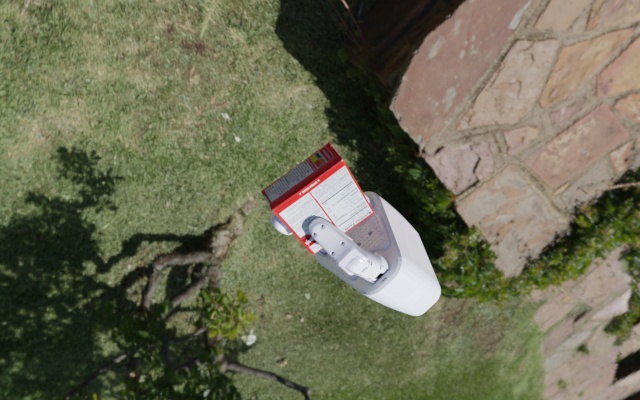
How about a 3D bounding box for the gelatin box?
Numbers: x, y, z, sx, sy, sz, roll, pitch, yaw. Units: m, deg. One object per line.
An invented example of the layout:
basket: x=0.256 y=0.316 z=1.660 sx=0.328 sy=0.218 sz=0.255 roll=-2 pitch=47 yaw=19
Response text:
gelatin box: x=0.000 y=0.002 z=0.431 sx=0.073 sy=0.030 sz=0.089 roll=-36 pitch=-40 yaw=1
